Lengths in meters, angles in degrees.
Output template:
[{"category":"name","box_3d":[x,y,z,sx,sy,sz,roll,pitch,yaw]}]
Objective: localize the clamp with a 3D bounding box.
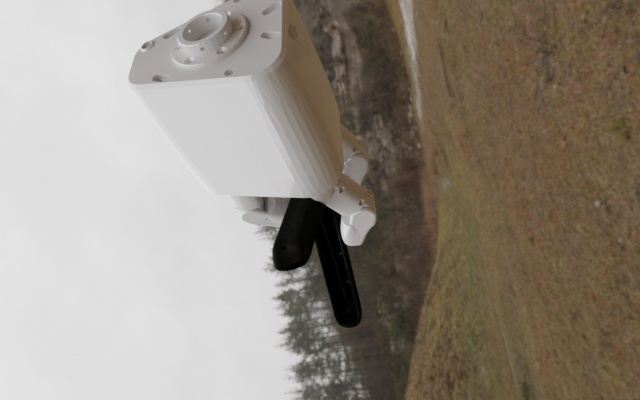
[{"category":"clamp","box_3d":[-0.001,0.001,0.421,0.036,0.209,0.165,-12,-38,13]}]
